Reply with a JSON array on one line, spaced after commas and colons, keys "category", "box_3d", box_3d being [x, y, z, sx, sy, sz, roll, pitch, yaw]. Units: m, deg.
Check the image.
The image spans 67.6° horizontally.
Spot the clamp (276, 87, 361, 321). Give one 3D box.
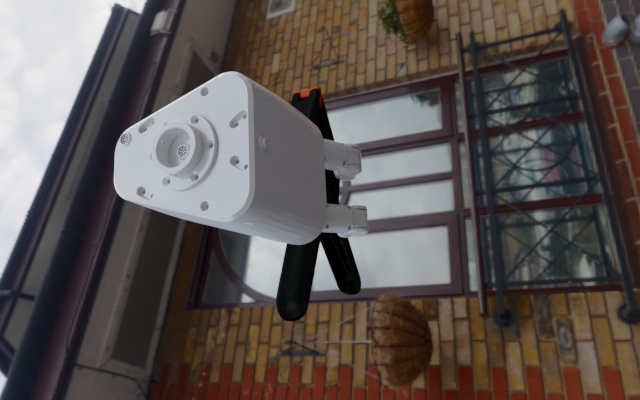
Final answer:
[{"category": "clamp", "box_3d": [-0.001, 0.001, 0.450, 0.036, 0.210, 0.164, -7, -12, 20]}]
